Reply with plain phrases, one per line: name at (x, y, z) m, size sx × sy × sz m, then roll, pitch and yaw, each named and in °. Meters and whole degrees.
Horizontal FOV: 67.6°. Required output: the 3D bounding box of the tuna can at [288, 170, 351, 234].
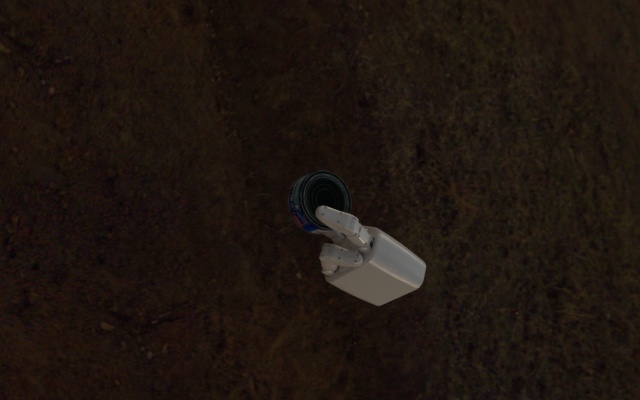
tuna can at (0.000, 0.002, 0.659) m, size 0.086 × 0.086 × 0.034 m, roll 0°, pitch -11°, yaw -33°
